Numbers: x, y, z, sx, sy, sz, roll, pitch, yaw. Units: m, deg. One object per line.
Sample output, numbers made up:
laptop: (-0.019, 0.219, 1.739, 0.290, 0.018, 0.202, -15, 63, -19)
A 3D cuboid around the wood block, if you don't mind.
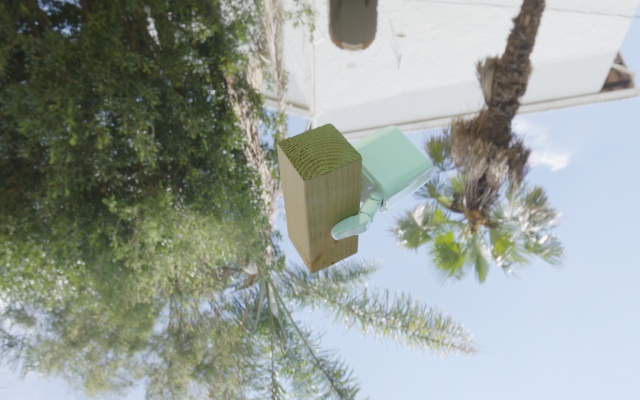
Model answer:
wood block: (0.001, 0.002, 0.715, 0.090, 0.206, 0.090, -22, 50, -18)
